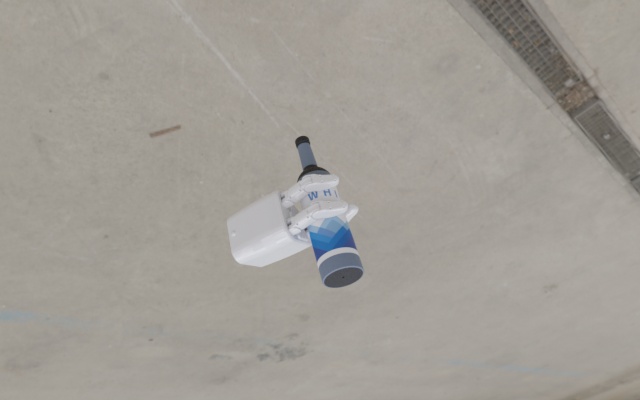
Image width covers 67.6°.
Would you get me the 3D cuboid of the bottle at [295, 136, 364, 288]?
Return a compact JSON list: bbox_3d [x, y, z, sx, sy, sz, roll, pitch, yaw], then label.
[{"bbox_3d":[0.000,0.003,0.812,0.069,0.295,0.069,-11,-35,-8],"label":"bottle"}]
